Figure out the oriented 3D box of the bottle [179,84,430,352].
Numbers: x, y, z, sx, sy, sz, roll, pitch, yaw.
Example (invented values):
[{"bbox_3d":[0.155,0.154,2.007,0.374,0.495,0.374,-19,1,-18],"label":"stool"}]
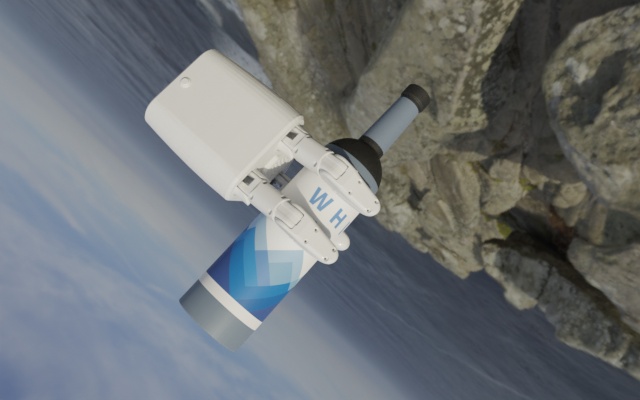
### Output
[{"bbox_3d":[0.000,0.002,0.440,0.069,0.295,0.069,40,-12,10],"label":"bottle"}]
